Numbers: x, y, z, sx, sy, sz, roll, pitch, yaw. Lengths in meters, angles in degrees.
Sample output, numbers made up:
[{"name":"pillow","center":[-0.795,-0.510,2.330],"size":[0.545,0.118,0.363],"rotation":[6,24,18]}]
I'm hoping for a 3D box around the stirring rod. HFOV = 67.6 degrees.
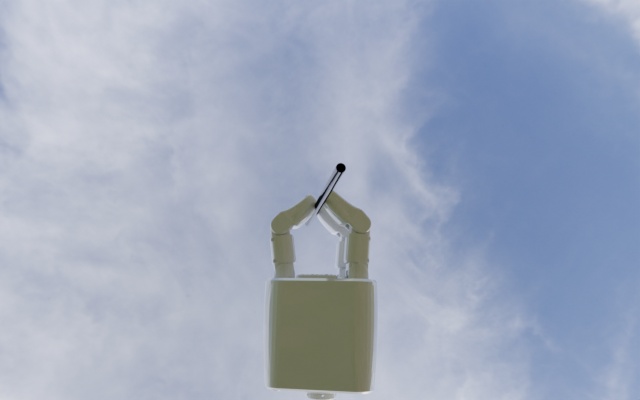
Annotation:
[{"name":"stirring rod","center":[0.000,0.002,0.488],"size":[0.011,0.011,0.239],"rotation":[0,-13,-8]}]
